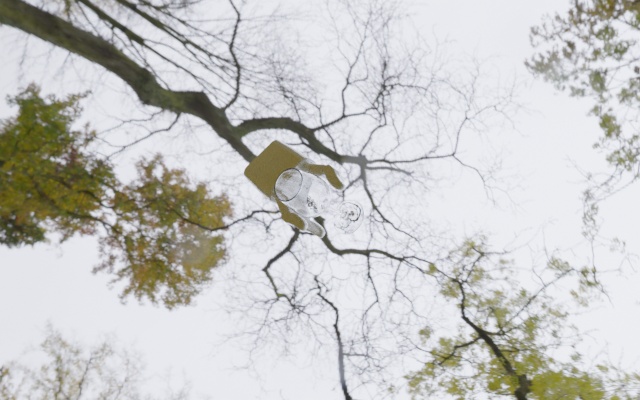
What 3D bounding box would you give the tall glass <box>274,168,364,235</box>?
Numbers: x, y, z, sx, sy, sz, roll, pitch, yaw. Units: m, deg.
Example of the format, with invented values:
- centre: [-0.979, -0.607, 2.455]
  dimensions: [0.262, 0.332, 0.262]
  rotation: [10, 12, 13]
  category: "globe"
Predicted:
- centre: [0.001, 0.003, 0.896]
  dimensions: [0.079, 0.079, 0.201]
  rotation: [0, -18, 36]
  category: "tall glass"
